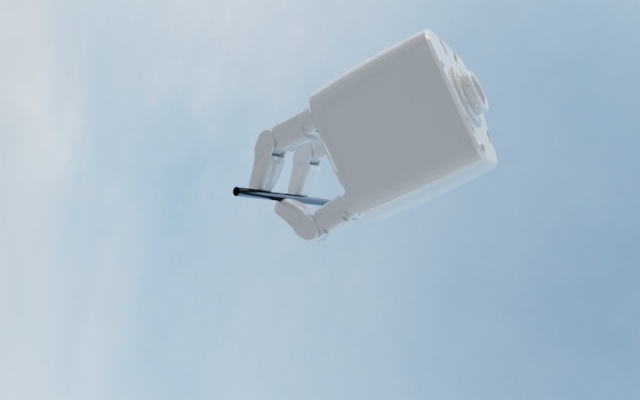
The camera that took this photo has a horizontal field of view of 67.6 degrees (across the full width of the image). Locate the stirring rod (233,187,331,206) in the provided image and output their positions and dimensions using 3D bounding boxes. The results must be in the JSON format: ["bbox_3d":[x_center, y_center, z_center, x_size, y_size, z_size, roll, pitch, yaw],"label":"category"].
[{"bbox_3d":[0.000,0.002,0.487,0.011,0.011,0.239,0,-4,35],"label":"stirring rod"}]
